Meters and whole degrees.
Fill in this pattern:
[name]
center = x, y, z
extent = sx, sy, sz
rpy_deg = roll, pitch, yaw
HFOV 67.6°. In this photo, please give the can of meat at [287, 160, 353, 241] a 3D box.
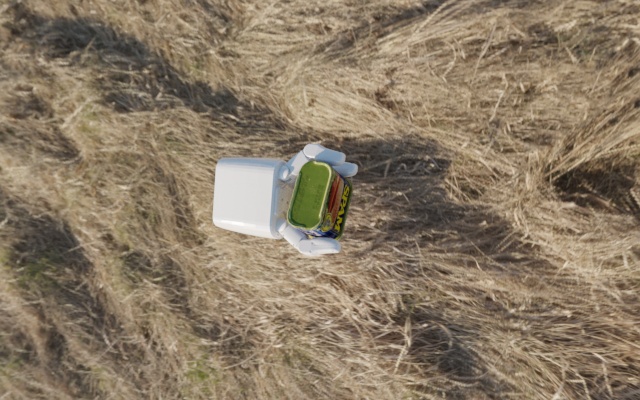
[can of meat]
center = 0.000, 0.002, 0.676
extent = 0.057, 0.102, 0.084
rpy_deg = 9, -12, 24
